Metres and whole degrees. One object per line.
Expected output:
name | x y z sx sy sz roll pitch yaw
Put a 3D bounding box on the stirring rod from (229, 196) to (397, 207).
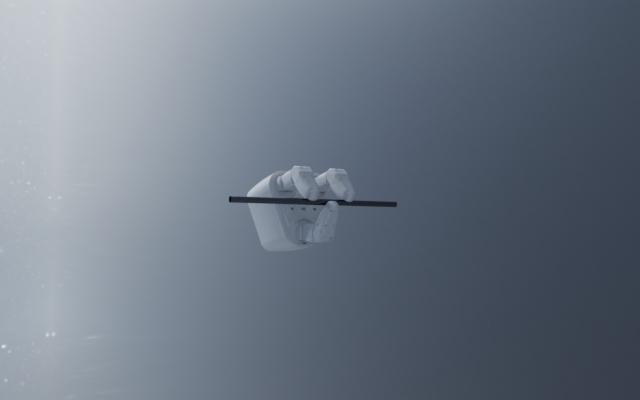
stirring rod | 0.000 0.002 0.612 0.239 0.011 0.011 2 -1 -29
